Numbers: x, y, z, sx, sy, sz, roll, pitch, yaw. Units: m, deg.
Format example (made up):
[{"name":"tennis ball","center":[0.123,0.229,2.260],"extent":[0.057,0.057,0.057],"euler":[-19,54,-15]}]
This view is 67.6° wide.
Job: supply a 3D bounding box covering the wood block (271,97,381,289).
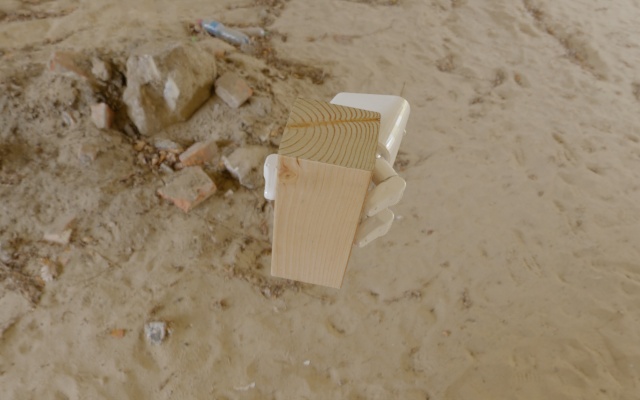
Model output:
[{"name":"wood block","center":[0.000,0.001,0.533],"extent":[0.091,0.090,0.206],"euler":[11,-42,2]}]
